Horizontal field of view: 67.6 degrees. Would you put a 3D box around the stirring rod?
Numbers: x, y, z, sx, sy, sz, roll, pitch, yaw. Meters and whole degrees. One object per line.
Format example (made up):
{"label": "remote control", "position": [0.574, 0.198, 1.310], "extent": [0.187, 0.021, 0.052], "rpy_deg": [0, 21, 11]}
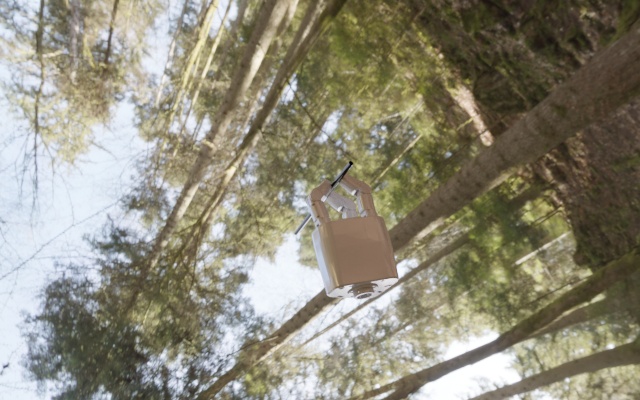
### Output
{"label": "stirring rod", "position": [0.000, 0.003, 0.839], "extent": [0.011, 0.011, 0.240], "rpy_deg": [0, -31, -27]}
